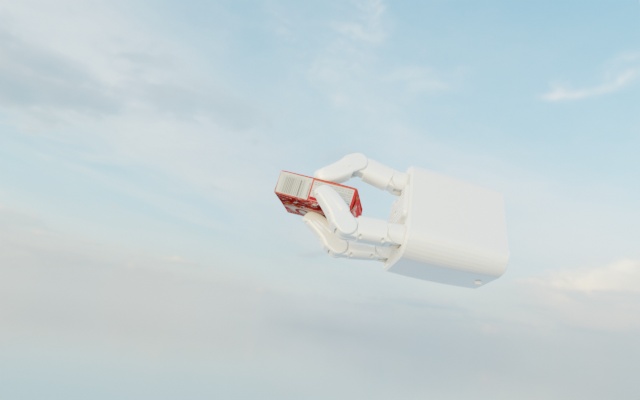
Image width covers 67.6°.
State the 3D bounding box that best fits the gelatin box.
[{"bbox_3d":[0.000,0.001,0.531,0.089,0.030,0.073,15,-15,13],"label":"gelatin box"}]
